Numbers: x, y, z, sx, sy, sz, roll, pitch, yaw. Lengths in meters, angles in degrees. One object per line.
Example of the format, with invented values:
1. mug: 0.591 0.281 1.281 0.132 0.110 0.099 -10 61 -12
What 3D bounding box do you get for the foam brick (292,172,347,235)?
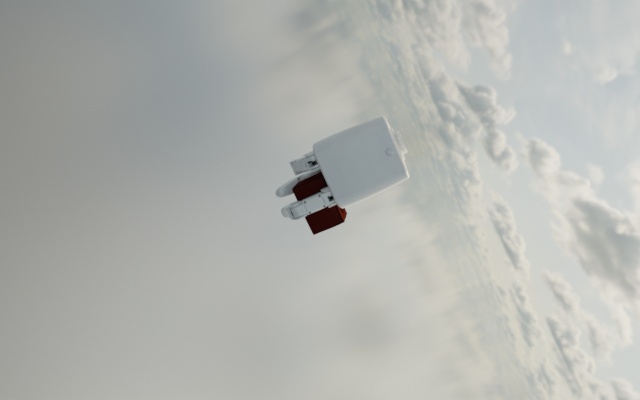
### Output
1. foam brick: 0.000 0.003 0.707 0.051 0.078 0.053 -23 9 12
